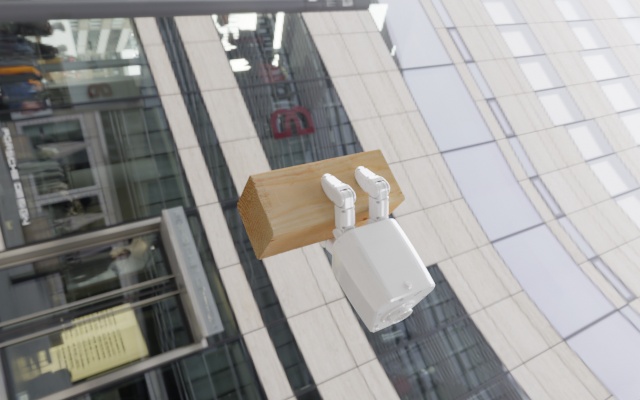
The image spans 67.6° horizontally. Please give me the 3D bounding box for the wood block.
[{"bbox_3d":[0.000,0.003,0.674,0.206,0.090,0.091,-14,-22,-28],"label":"wood block"}]
